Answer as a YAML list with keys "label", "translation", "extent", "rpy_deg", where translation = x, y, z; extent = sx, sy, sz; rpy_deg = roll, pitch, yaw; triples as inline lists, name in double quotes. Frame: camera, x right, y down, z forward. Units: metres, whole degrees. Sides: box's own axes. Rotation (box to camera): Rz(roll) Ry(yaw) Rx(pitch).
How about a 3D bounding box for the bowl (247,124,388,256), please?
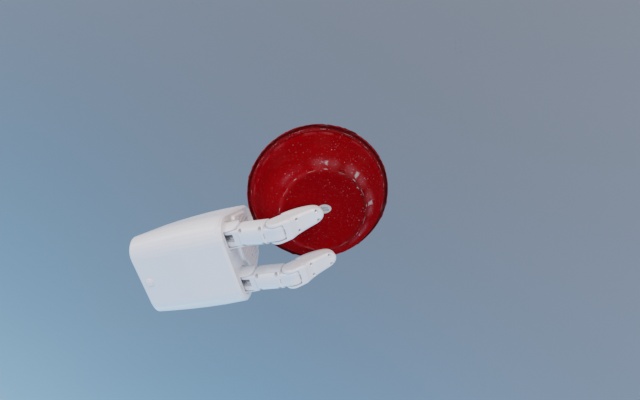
- label: "bowl"
  translation: [0.001, 0.001, 0.520]
  extent: [0.162, 0.162, 0.055]
  rpy_deg: [0, 21, -6]
